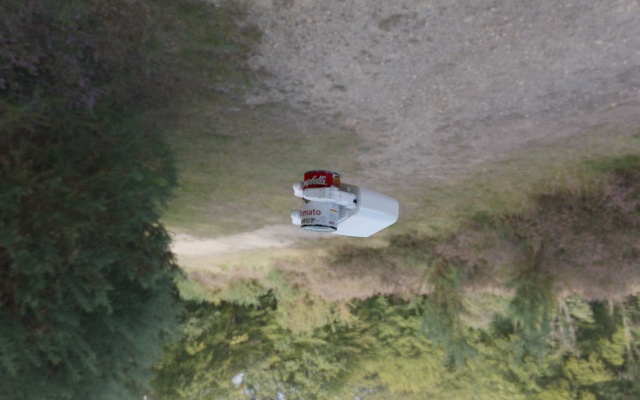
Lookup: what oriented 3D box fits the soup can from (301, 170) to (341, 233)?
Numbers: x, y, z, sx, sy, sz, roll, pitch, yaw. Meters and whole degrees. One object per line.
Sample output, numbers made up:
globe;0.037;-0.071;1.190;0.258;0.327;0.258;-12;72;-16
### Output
soup can;0.000;0.003;0.861;0.068;0.102;0.068;4;-12;1
